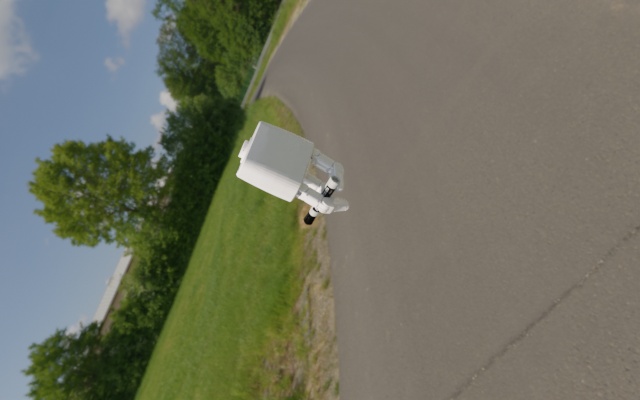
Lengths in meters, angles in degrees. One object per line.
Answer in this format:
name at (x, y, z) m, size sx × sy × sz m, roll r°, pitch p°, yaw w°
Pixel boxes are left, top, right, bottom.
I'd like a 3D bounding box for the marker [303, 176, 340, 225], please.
marker at (0.000, 0.003, 0.852) m, size 0.020 × 0.020 × 0.121 m, roll 0°, pitch -40°, yaw -34°
